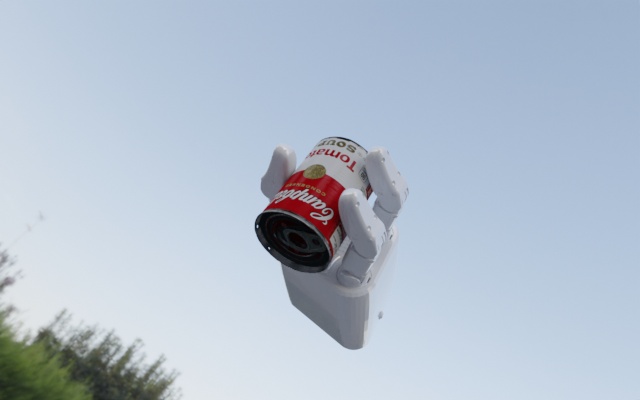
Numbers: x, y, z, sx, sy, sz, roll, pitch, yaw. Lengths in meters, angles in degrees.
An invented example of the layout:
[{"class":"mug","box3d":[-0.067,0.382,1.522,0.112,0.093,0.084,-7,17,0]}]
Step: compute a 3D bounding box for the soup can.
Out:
[{"class":"soup can","box3d":[0.000,0.001,0.402,0.068,0.068,0.102,0,40,36]}]
